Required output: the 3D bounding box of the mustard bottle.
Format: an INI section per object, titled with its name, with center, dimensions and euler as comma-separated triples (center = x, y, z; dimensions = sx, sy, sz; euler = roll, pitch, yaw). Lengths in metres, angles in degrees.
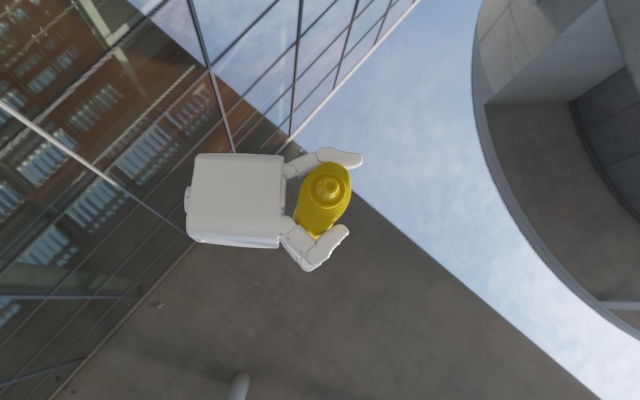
[mustard bottle]
center = 0.000, 0.002, 0.598
dimensions = 0.058, 0.096, 0.192
euler = 27, -13, 1
